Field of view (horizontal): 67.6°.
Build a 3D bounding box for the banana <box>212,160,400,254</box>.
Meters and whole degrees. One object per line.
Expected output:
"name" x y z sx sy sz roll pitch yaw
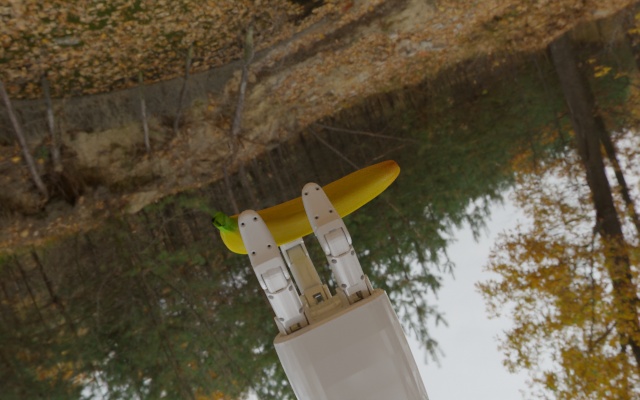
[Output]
"banana" -0.011 0.009 0.434 0.198 0.037 0.070 -20 -10 -34
